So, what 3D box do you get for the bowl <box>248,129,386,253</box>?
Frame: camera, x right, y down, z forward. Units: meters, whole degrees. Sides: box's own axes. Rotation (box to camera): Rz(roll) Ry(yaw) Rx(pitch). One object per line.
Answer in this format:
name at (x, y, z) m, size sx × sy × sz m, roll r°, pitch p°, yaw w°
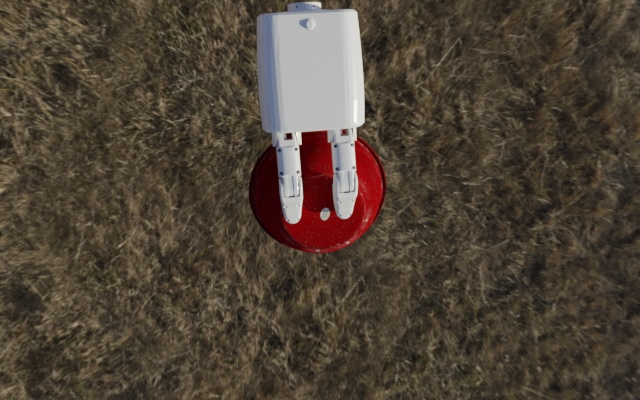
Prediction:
bowl at (0.001, 0.003, 0.536) m, size 0.162 × 0.162 × 0.055 m, roll 0°, pitch 27°, yaw -7°
